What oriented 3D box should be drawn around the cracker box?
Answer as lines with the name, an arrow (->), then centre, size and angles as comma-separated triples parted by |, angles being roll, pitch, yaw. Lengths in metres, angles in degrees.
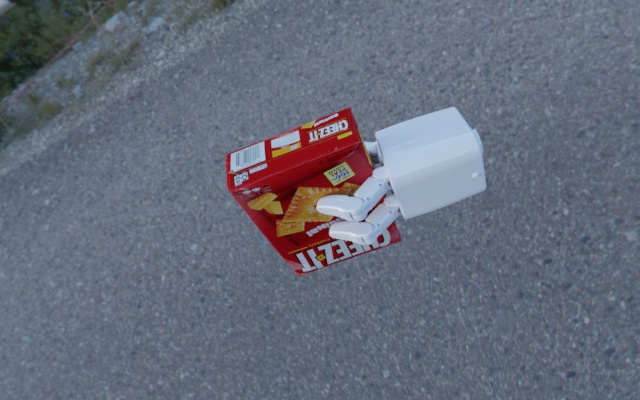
cracker box -> 0.000, 0.002, 0.619 | 0.164, 0.072, 0.214 | -19, -42, 10
